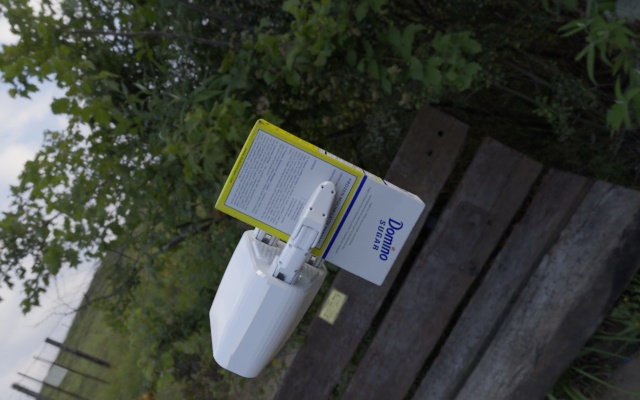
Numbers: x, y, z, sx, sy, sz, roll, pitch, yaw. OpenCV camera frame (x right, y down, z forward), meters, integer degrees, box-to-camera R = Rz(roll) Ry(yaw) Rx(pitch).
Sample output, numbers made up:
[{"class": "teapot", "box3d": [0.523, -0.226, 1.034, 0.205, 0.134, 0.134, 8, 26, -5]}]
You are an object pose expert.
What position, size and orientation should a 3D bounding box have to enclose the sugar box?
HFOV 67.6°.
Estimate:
[{"class": "sugar box", "box3d": [0.000, 0.001, 0.461, 0.176, 0.093, 0.048, 26, 11, -8]}]
